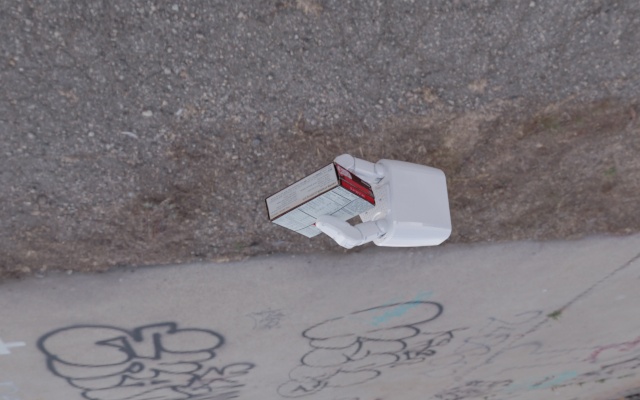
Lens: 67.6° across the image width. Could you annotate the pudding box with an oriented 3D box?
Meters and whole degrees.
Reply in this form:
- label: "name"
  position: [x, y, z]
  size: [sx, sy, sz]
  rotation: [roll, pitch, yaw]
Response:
- label: "pudding box"
  position: [0.000, 0.002, 0.607]
  size: [0.113, 0.039, 0.090]
  rotation: [-29, -32, 25]
